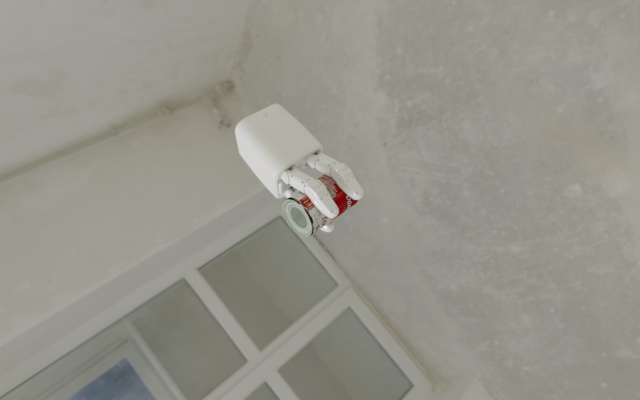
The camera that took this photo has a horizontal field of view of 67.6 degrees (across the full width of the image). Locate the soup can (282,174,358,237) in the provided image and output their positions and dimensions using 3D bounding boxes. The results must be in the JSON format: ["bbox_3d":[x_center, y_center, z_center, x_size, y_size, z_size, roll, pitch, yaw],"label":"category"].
[{"bbox_3d":[0.000,0.003,0.728,0.102,0.068,0.068,-34,20,-33],"label":"soup can"}]
